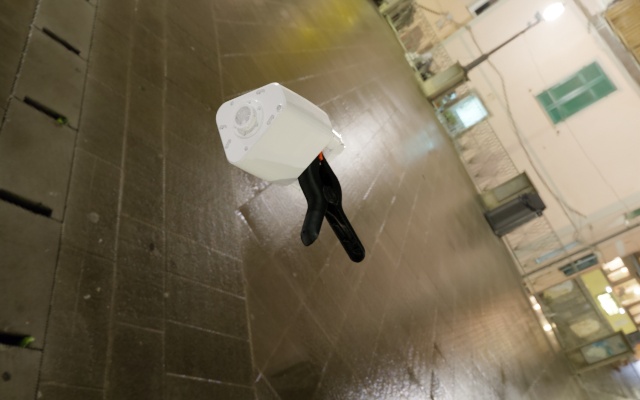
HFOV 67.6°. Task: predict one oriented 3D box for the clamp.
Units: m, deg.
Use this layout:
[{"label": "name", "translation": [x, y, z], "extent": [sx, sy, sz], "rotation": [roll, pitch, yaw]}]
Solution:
[{"label": "clamp", "translation": [0.001, 0.002, 0.652], "extent": [0.039, 0.171, 0.120], "rotation": [-31, -26, 22]}]
